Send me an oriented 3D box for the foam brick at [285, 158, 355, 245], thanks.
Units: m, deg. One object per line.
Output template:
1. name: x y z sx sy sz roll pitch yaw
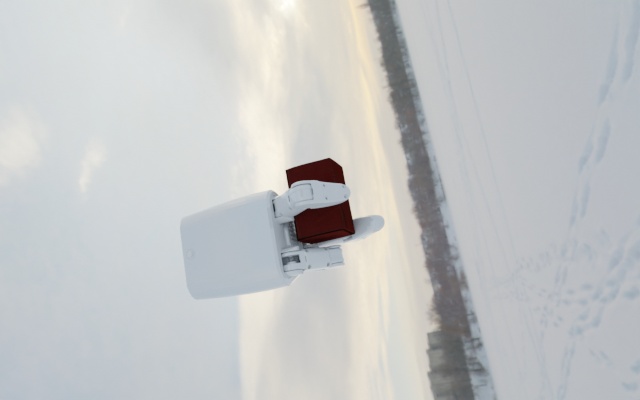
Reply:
1. foam brick: 0.000 0.001 0.502 0.051 0.078 0.053 -14 -13 15
